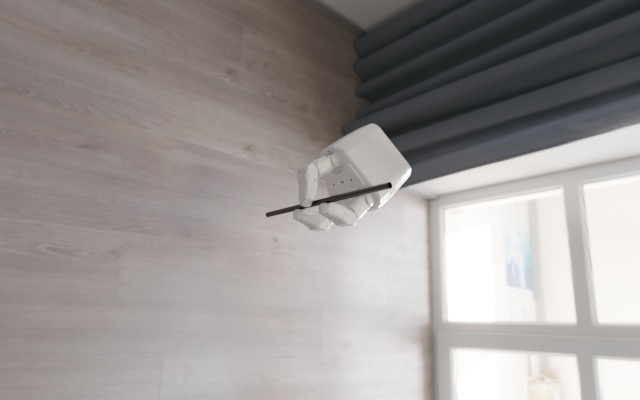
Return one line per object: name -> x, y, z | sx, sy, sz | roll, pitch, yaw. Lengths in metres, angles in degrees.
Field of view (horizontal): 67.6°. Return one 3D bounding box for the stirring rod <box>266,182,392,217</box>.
stirring rod -> 0.000, 0.002, 0.641 | 0.011, 0.011, 0.239 | 0, -10, -43
